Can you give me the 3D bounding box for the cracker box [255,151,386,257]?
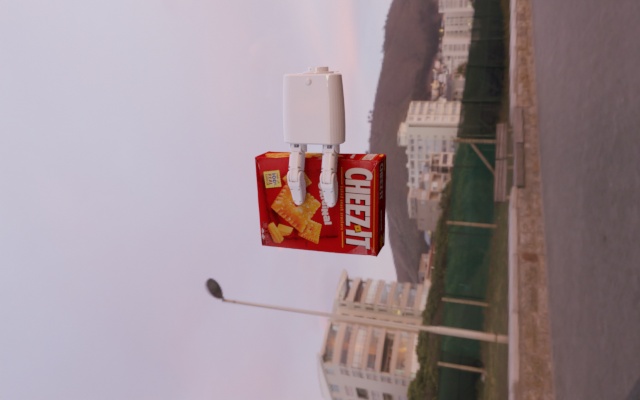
[{"bbox_3d":[0.000,0.003,0.815,0.213,0.164,0.072,4,16,18],"label":"cracker box"}]
